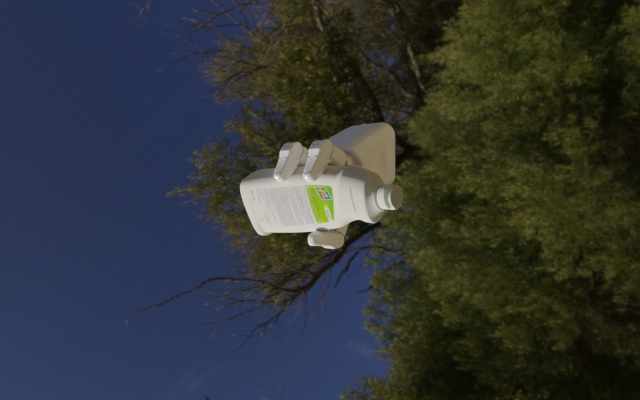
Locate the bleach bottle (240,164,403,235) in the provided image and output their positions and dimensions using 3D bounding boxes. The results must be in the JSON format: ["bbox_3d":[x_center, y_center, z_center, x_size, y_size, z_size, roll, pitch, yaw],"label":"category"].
[{"bbox_3d":[0.000,0.002,0.654,0.251,0.103,0.068,1,30,42],"label":"bleach bottle"}]
